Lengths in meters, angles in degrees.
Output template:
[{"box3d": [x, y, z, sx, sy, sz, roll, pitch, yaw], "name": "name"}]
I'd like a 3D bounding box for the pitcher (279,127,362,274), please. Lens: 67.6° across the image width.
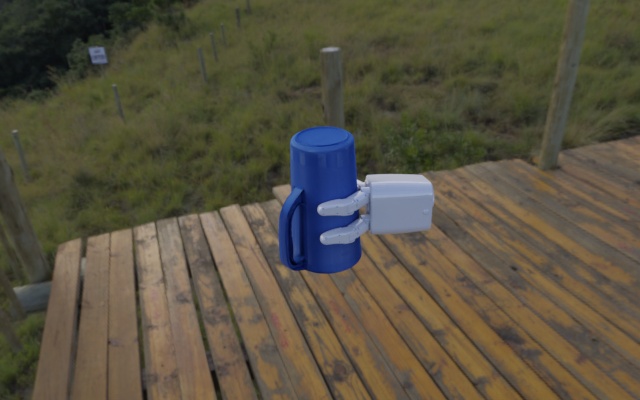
[{"box3d": [0.000, 0.003, 0.842, 0.145, 0.243, 0.149, -2, 28, 2], "name": "pitcher"}]
